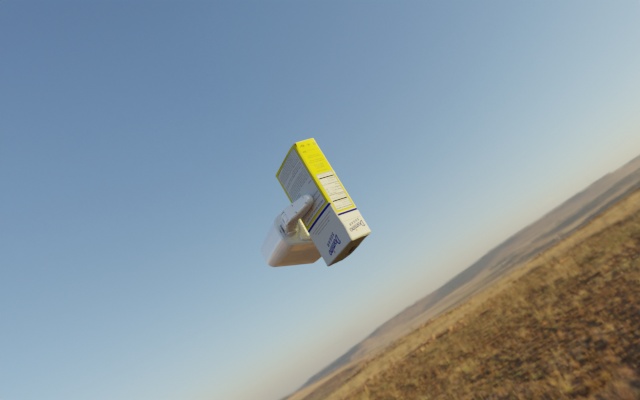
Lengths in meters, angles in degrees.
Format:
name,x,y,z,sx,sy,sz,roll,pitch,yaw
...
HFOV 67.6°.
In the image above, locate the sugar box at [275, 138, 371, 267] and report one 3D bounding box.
name,x,y,z,sx,sy,sz,roll,pitch,yaw
sugar box,0.000,0.002,0.731,0.048,0.176,0.093,-21,-20,-34
